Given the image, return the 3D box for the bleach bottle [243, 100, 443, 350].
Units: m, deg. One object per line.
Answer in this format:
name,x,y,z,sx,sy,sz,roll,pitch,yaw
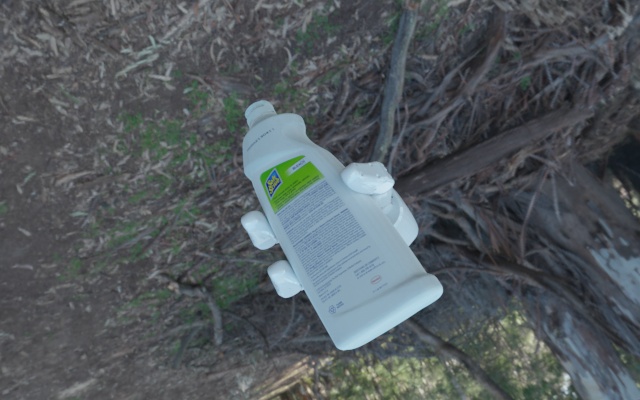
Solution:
bleach bottle,0.000,0.002,0.440,0.102,0.250,0.068,-34,-24,10
